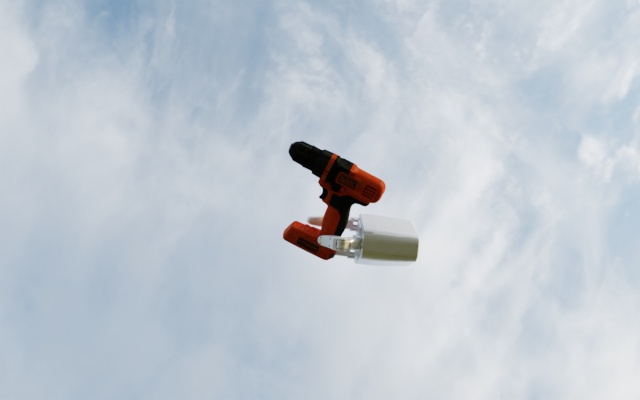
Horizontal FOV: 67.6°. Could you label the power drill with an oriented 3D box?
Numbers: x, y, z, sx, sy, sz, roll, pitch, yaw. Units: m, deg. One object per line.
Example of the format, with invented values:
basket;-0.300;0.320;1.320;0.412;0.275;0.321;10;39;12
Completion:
power drill;0.000;0.003;0.867;0.184;0.188;0.057;28;26;2
